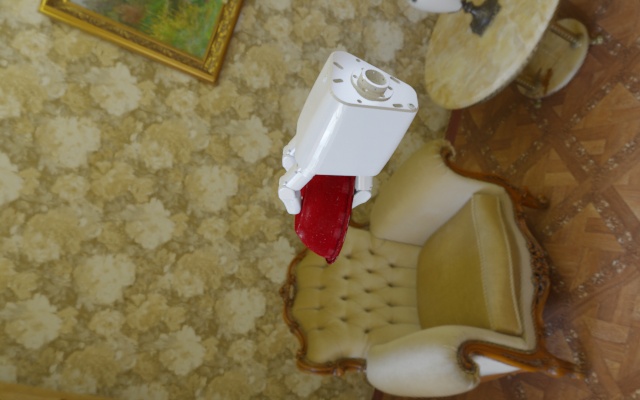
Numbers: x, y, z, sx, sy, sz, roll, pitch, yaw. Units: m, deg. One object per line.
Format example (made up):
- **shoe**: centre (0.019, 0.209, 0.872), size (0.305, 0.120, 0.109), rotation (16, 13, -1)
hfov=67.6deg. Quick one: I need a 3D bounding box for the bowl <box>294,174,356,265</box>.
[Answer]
- **bowl**: centre (-0.001, 0.003, 0.642), size (0.055, 0.162, 0.162), rotation (9, -1, -8)
